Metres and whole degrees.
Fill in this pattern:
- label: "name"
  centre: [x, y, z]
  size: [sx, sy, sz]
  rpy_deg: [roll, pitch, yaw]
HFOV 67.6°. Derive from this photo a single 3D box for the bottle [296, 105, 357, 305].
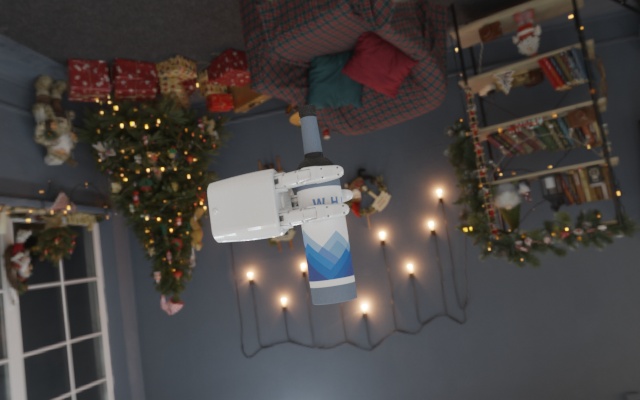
- label: "bottle"
  centre: [0.000, 0.003, 0.715]
  size: [0.069, 0.295, 0.069]
  rpy_deg: [-8, -6, -1]
